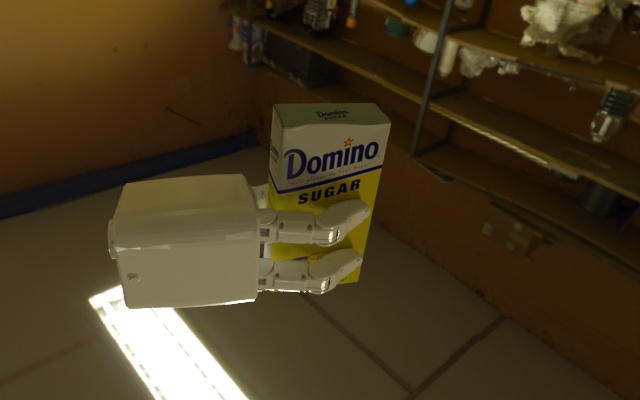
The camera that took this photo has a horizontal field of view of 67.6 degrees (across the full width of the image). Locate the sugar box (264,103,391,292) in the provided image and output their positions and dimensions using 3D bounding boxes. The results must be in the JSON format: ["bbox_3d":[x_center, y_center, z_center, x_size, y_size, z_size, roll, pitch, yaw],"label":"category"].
[{"bbox_3d":[0.000,0.002,0.432,0.093,0.176,0.048,-5,38,-17],"label":"sugar box"}]
